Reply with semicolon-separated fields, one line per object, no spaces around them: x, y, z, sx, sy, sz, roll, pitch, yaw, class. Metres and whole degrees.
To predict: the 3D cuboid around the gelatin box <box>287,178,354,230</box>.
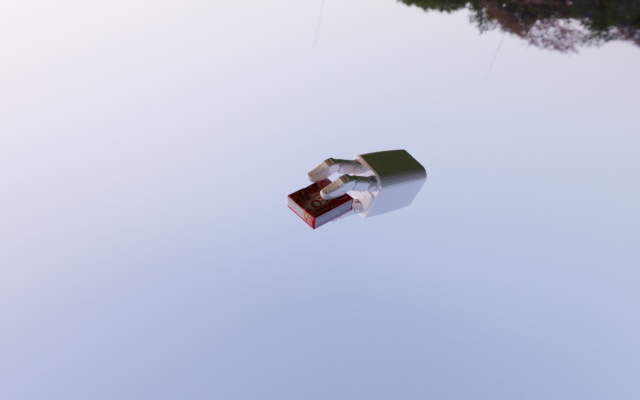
0.000;0.003;0.807;0.089;0.030;0.073;-26;49;-30;gelatin box
